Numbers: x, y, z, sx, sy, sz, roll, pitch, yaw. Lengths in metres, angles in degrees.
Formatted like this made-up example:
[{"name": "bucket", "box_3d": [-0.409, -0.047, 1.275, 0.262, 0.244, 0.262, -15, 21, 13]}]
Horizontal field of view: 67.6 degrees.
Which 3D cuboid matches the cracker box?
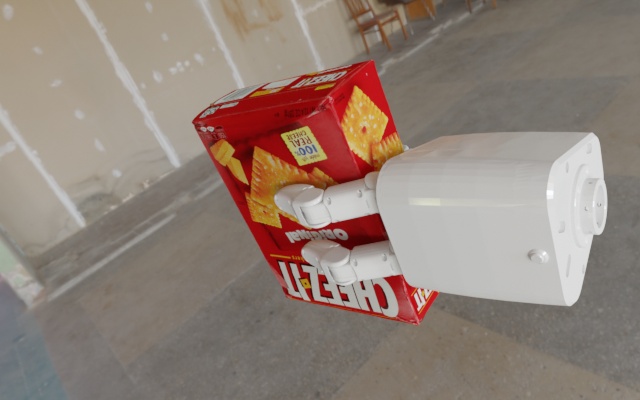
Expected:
[{"name": "cracker box", "box_3d": [0.000, 0.001, 0.421, 0.164, 0.214, 0.072, 2, 35, 42]}]
